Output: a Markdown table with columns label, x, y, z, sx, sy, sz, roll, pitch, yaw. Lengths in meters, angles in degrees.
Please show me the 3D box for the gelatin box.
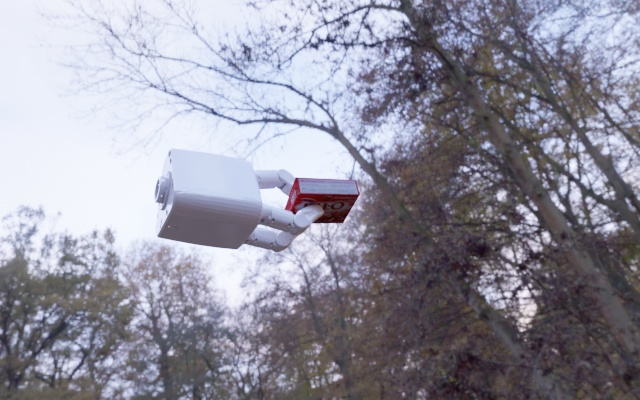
| label | x | y | z | sx | sy | sz | roll | pitch | yaw |
| --- | --- | --- | --- | --- | --- | --- | --- | --- | --- |
| gelatin box | 0.000 | 0.002 | 0.659 | 0.089 | 0.030 | 0.073 | 1 | -35 | -19 |
